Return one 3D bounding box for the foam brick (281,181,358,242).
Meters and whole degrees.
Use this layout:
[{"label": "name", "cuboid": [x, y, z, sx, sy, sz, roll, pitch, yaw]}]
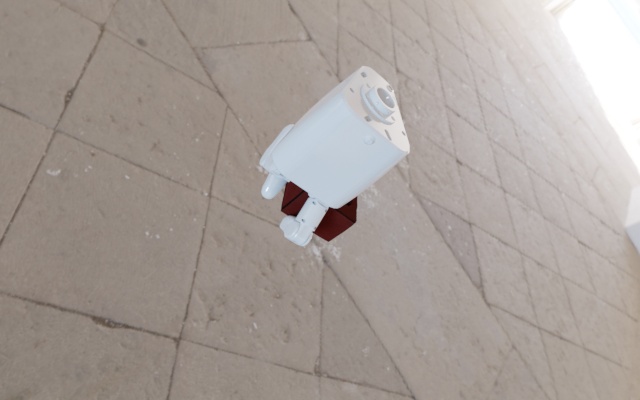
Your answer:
[{"label": "foam brick", "cuboid": [0.000, 0.002, 0.570, 0.078, 0.053, 0.051, 34, -52, -24]}]
